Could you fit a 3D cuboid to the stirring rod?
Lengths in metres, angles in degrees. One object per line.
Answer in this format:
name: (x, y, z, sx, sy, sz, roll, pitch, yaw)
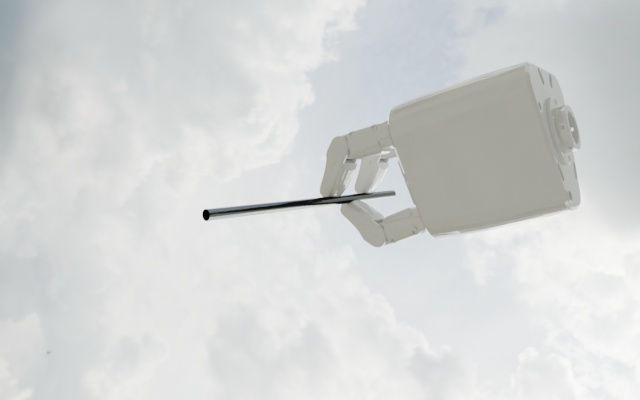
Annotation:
stirring rod: (0.000, 0.001, 0.408, 0.011, 0.011, 0.239, 0, 4, 39)
